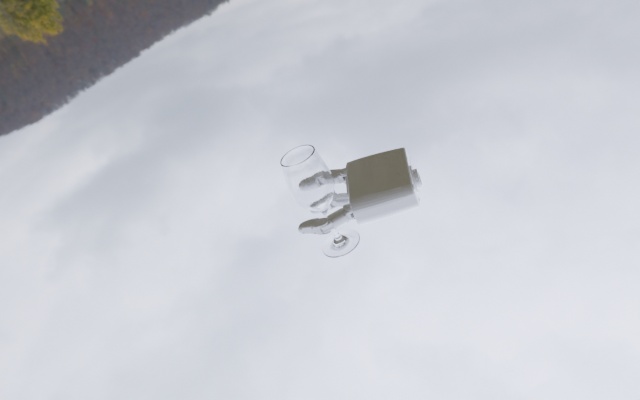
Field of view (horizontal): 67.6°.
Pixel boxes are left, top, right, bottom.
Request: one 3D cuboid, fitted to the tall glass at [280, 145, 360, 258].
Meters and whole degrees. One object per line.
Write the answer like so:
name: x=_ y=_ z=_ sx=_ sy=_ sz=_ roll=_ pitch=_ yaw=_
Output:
tall glass: x=0.000 y=0.003 z=0.828 sx=0.079 sy=0.201 sz=0.079 roll=-19 pitch=32 yaw=13
